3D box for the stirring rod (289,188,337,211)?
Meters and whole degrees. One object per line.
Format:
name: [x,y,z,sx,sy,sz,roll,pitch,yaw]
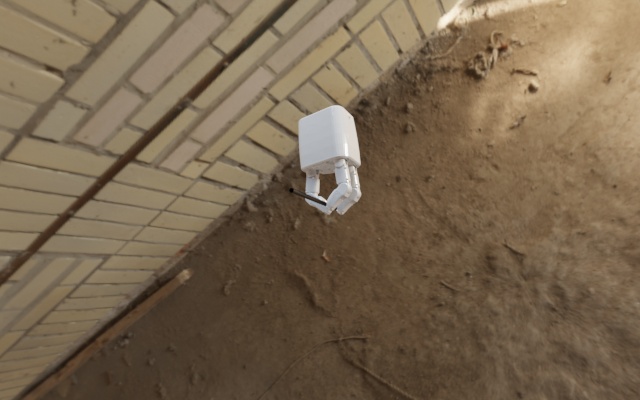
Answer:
stirring rod: [0.000,0.003,0.872,0.011,0.011,0.239,0,-9,23]
